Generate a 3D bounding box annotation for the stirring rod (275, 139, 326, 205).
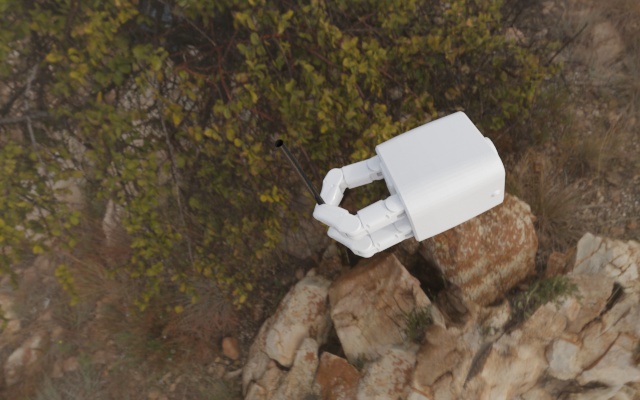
[{"bbox_3d":[0.000,0.002,0.518,0.011,0.011,0.240,0,-25,19],"label":"stirring rod"}]
